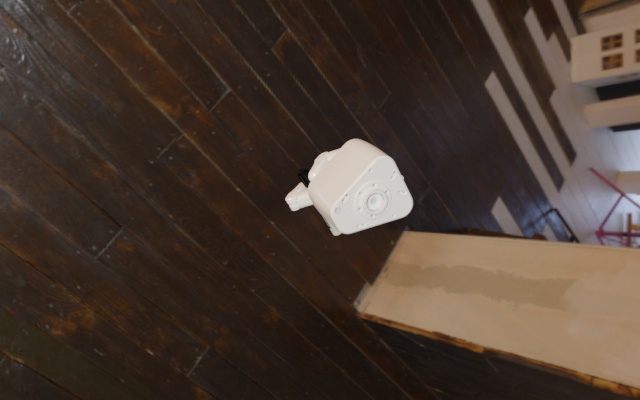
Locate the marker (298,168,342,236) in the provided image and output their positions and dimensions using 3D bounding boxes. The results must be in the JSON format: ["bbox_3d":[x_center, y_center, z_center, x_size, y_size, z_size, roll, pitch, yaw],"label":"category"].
[{"bbox_3d":[0.000,0.002,0.730,0.020,0.121,0.020,-26,23,12],"label":"marker"}]
